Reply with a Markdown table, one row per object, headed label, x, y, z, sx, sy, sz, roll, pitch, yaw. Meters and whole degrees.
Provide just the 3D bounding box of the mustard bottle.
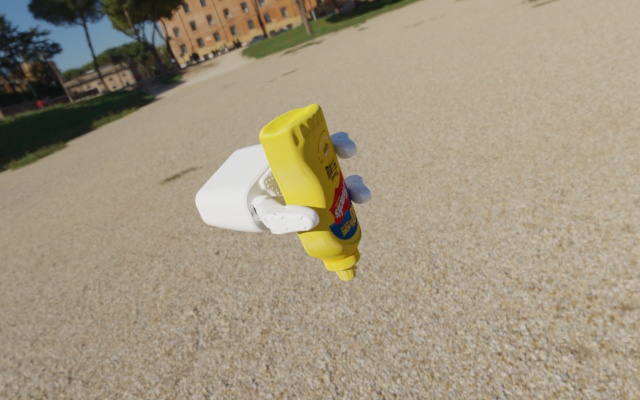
| label | x | y | z | sx | sy | sz | roll | pitch | yaw |
| --- | --- | --- | --- | --- | --- | --- | --- | --- | --- |
| mustard bottle | 0.000 | 0.001 | 0.505 | 0.058 | 0.192 | 0.096 | -12 | 21 | 22 |
